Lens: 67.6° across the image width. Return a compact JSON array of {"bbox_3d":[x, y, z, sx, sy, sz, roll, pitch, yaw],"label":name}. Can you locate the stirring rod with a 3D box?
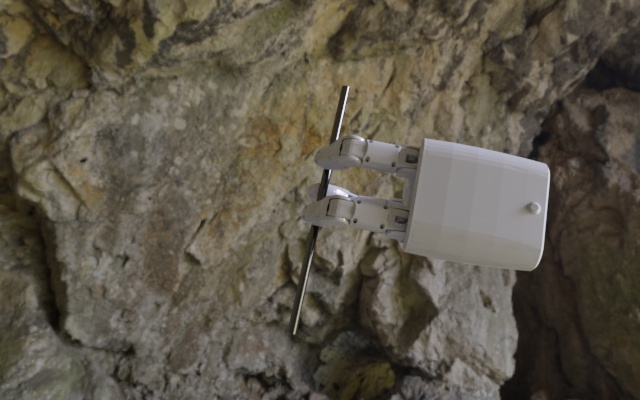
[{"bbox_3d":[0.000,0.002,0.443,0.011,0.239,0.011,12,-15,3],"label":"stirring rod"}]
